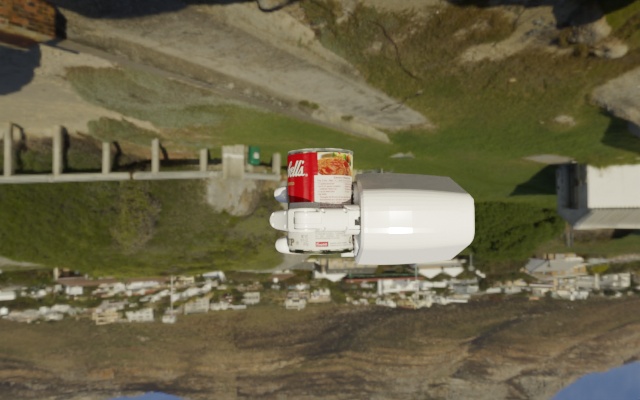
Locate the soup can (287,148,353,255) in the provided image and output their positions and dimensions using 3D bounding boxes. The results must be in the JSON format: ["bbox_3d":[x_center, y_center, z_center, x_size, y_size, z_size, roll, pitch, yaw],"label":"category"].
[{"bbox_3d":[0.000,0.002,0.488,0.068,0.102,0.068,0,-2,0],"label":"soup can"}]
